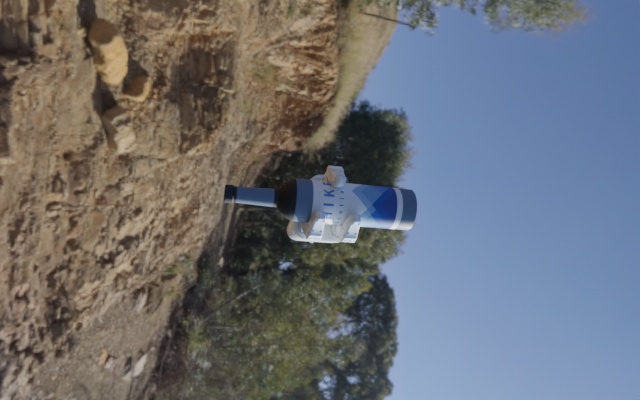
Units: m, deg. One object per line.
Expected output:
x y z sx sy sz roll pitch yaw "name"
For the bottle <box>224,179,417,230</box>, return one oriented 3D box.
0.000 0.002 0.742 0.296 0.069 0.069 5 -1 -12 "bottle"
